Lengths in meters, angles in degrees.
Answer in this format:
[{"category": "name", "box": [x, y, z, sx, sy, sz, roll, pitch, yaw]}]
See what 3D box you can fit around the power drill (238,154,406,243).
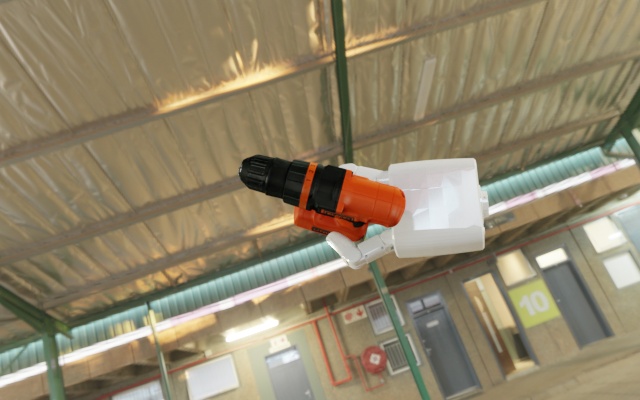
[{"category": "power drill", "box": [0.000, 0.002, 0.585, 0.184, 0.057, 0.188, 16, -10, 3]}]
